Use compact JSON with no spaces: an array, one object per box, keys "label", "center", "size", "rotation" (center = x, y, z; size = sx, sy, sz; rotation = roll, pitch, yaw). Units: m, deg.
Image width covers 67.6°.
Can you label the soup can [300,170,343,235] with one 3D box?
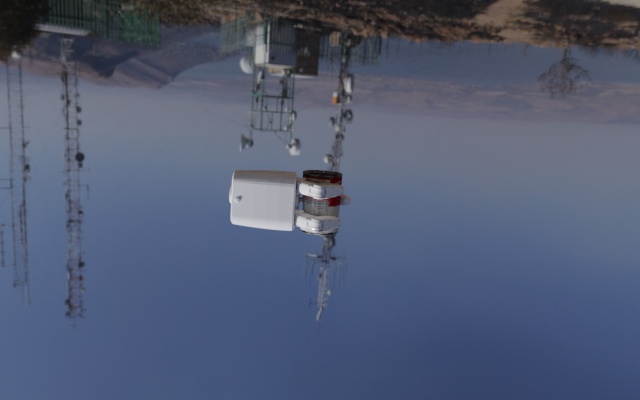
[{"label":"soup can","center":[0.001,0.003,0.819],"size":[0.068,0.102,0.068],"rotation":[4,11,-1]}]
